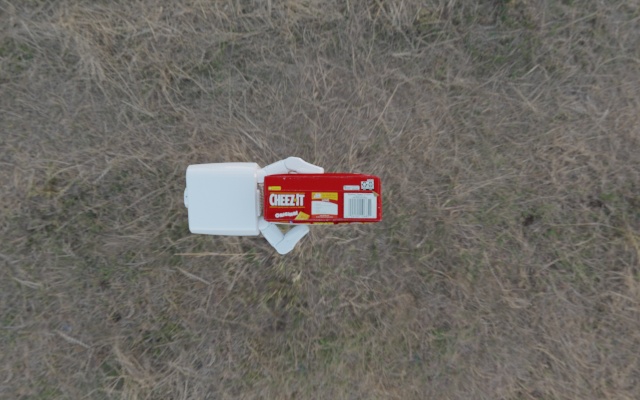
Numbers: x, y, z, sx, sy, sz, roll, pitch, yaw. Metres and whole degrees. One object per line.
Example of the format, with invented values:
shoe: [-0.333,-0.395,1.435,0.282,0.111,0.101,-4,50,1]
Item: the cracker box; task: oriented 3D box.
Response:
cracker box: [0.000,0.003,0.754,0.164,0.072,0.214,0,-3,-1]
